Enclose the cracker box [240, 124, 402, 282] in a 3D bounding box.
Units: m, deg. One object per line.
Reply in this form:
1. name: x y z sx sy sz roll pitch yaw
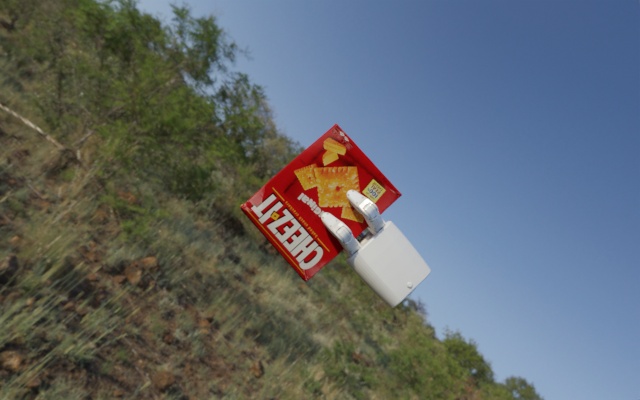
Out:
1. cracker box: 0.000 0.002 0.793 0.213 0.164 0.072 -42 0 -8
